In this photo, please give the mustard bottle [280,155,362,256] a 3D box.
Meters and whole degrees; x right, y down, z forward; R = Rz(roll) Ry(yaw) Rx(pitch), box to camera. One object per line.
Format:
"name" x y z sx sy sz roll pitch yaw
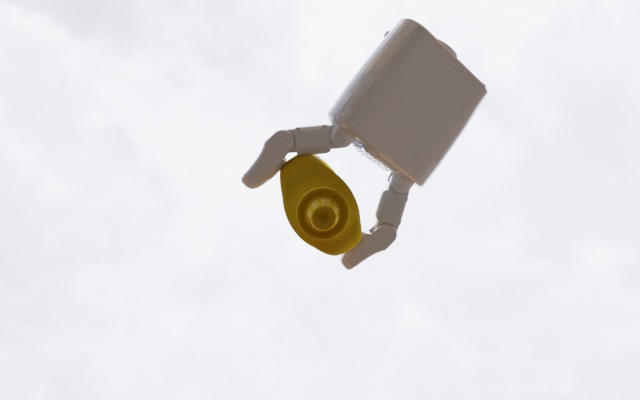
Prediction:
"mustard bottle" 0.000 0.002 0.439 0.058 0.096 0.191 -30 7 1
